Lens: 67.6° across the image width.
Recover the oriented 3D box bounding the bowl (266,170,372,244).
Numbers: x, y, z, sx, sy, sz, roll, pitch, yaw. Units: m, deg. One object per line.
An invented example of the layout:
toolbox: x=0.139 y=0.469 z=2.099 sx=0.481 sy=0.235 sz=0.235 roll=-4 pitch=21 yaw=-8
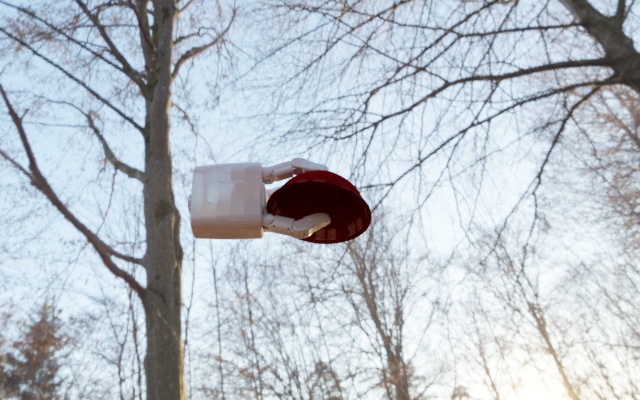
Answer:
bowl: x=0.001 y=0.002 z=0.743 sx=0.162 sy=0.055 sz=0.162 roll=5 pitch=-38 yaw=4
